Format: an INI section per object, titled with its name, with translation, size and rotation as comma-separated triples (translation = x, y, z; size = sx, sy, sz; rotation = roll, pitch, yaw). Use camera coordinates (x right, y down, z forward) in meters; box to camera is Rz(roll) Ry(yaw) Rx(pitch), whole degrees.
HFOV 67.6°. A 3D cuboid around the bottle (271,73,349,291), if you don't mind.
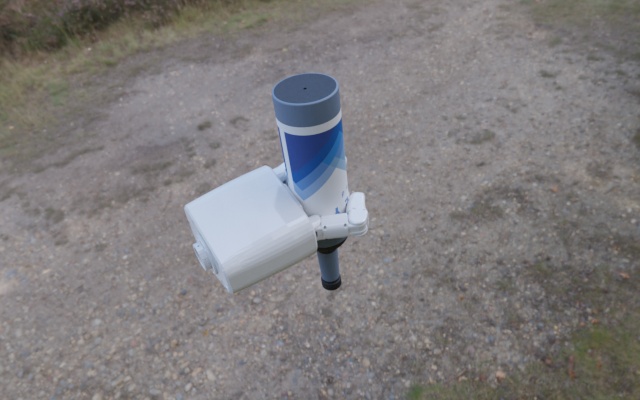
[bottle]
translation = 0.000, 0.002, 0.560
size = 0.069, 0.296, 0.069
rotation = -5, 40, 4
